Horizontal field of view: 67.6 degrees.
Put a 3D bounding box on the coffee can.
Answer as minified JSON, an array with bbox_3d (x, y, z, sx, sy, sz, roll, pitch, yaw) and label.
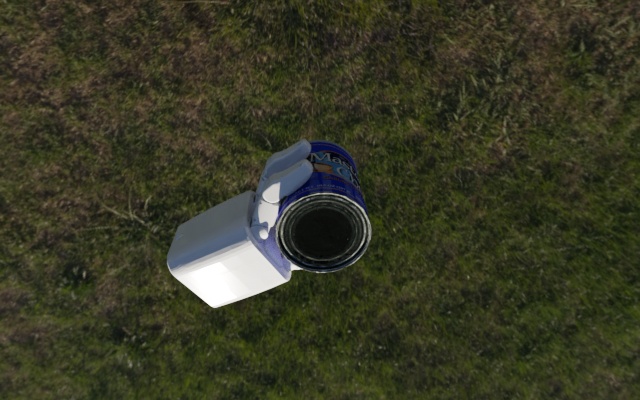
[{"bbox_3d":[0.000,0.002,0.565,0.103,0.103,0.140,0,29,-3],"label":"coffee can"}]
